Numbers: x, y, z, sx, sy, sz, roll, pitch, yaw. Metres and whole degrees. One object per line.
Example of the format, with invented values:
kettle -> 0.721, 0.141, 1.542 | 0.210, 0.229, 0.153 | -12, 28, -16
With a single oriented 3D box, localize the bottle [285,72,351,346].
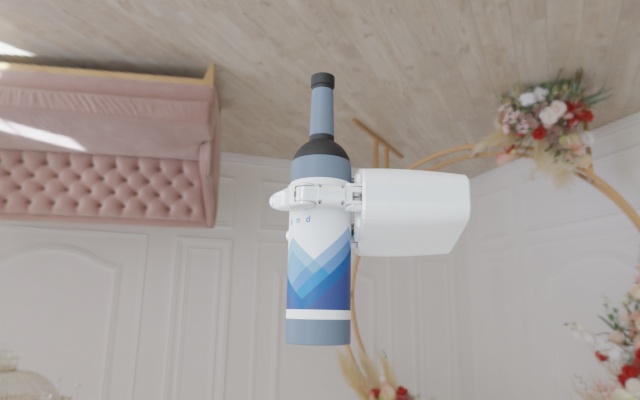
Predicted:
bottle -> 0.000, 0.002, 0.517 | 0.069, 0.295, 0.069 | 1, -13, 0
